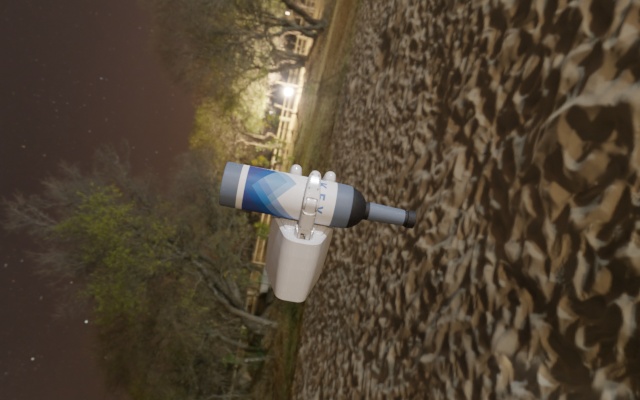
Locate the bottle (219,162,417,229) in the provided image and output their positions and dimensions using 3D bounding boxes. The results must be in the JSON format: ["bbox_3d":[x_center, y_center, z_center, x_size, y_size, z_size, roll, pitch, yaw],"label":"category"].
[{"bbox_3d":[0.000,0.002,0.724,0.296,0.069,0.069,11,-1,-5],"label":"bottle"}]
